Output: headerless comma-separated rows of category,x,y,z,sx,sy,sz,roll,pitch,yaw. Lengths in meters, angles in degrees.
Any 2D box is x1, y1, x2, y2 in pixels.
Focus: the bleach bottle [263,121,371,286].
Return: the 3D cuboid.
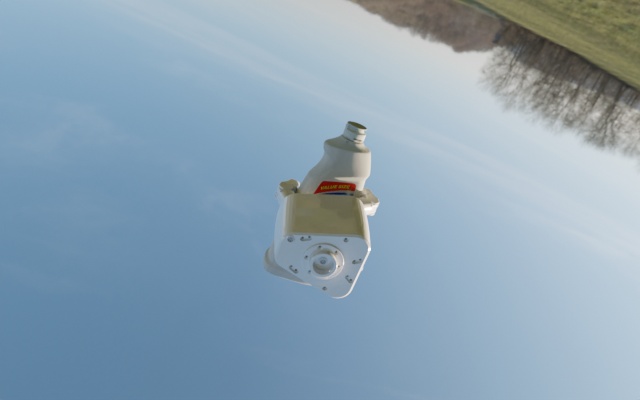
bleach bottle,0.000,0.002,0.698,0.102,0.251,0.068,18,23,-9
